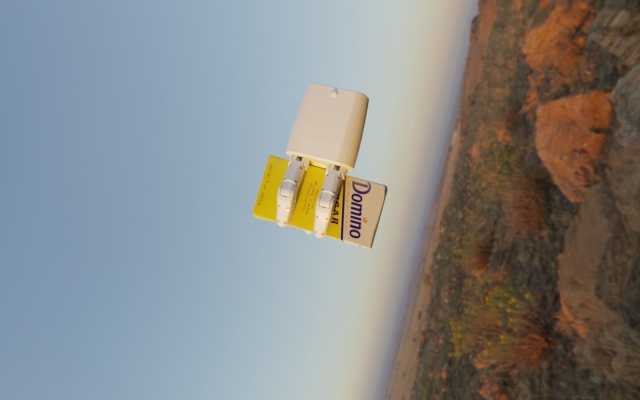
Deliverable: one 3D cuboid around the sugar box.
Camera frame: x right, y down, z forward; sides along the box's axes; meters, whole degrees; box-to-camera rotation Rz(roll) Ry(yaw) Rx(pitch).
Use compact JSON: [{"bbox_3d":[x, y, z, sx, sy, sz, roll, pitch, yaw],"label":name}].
[{"bbox_3d":[0.000,0.002,0.686,0.176,0.093,0.048,14,-5,11],"label":"sugar box"}]
